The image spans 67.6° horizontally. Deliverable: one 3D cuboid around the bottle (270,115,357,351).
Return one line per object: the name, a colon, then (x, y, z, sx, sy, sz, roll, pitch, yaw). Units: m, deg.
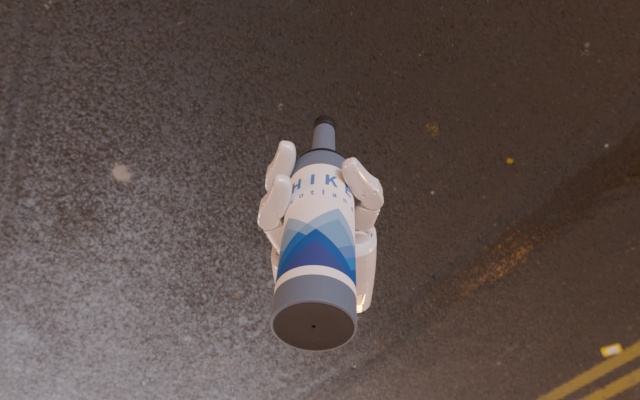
bottle: (0.000, 0.002, 0.473, 0.069, 0.069, 0.295, 0, 40, 3)
